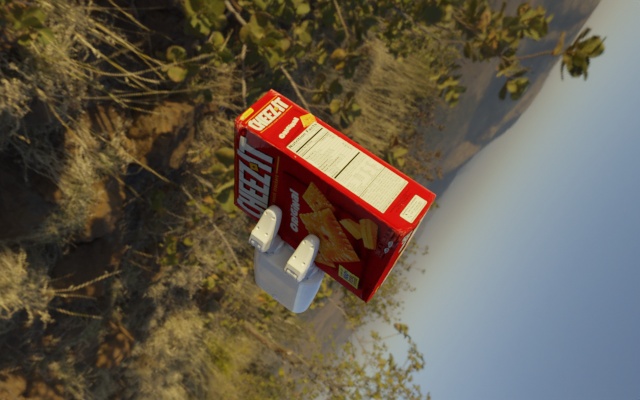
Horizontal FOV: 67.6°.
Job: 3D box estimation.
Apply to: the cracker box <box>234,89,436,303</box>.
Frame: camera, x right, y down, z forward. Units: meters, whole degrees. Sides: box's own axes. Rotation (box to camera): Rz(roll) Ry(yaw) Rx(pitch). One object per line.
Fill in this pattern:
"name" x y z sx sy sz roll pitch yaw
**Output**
"cracker box" 0.000 0.002 0.543 0.213 0.072 0.164 34 -33 13
